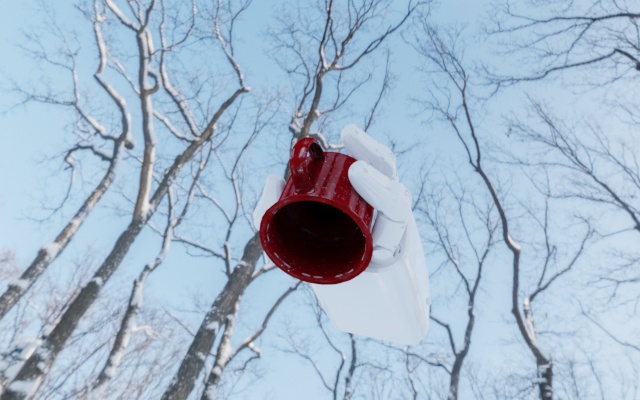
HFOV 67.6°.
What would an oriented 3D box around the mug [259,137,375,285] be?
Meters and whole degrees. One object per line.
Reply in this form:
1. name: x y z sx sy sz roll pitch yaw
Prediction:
1. mug: 0.000 0.000 0.403 0.093 0.117 0.081 -9 33 20
